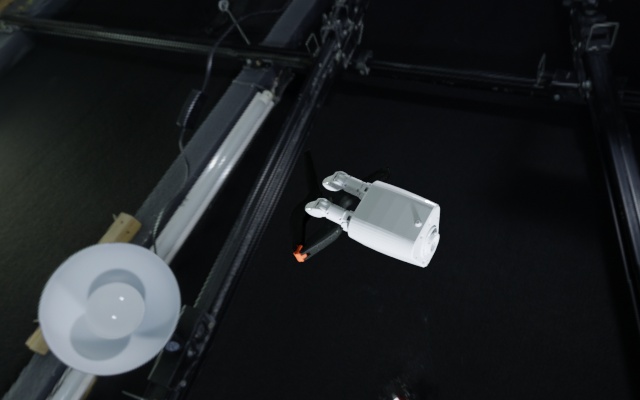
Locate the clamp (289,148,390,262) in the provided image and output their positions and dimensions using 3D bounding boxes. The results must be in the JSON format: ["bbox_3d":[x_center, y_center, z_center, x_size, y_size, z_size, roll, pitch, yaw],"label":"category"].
[{"bbox_3d":[0.000,0.004,0.805,0.164,0.210,0.036,22,-23,28],"label":"clamp"}]
